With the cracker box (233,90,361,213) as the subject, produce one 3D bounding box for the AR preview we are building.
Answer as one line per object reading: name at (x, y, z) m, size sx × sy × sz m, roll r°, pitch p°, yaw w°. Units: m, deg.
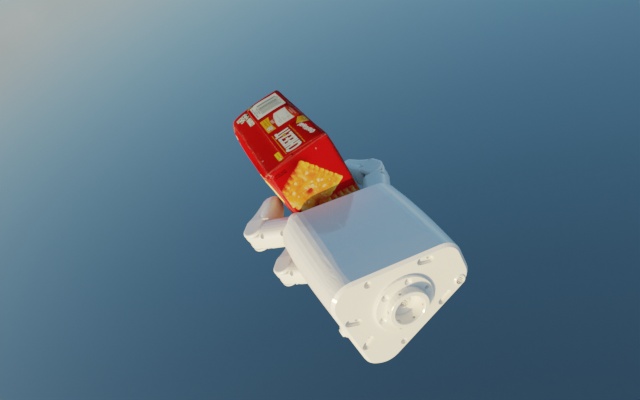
cracker box at (0.000, 0.001, 0.521) m, size 0.072 × 0.214 × 0.164 m, roll -35°, pitch 33°, yaw -3°
